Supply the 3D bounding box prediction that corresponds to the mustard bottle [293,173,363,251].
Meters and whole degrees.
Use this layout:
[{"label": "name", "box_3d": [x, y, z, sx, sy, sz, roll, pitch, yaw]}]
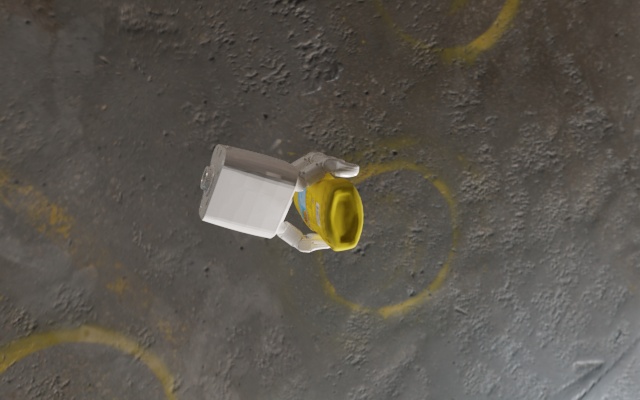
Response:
[{"label": "mustard bottle", "box_3d": [0.001, 0.002, 0.723, 0.058, 0.096, 0.191, -10, 17, -18]}]
